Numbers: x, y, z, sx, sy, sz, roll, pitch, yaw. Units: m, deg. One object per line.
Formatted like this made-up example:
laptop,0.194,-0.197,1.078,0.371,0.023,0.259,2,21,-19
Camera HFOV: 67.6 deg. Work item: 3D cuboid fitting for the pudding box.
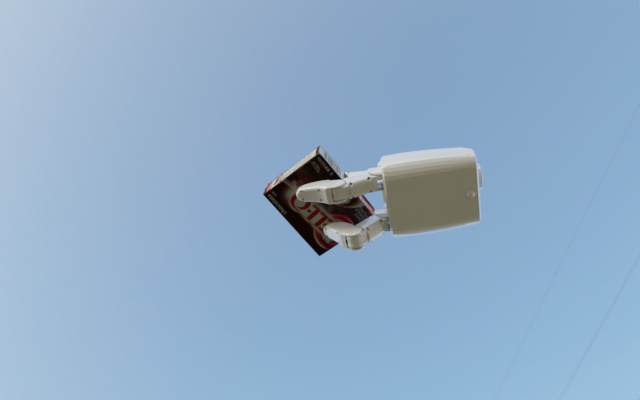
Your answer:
pudding box,0.000,0.002,0.592,0.090,0.113,0.039,-35,16,19
